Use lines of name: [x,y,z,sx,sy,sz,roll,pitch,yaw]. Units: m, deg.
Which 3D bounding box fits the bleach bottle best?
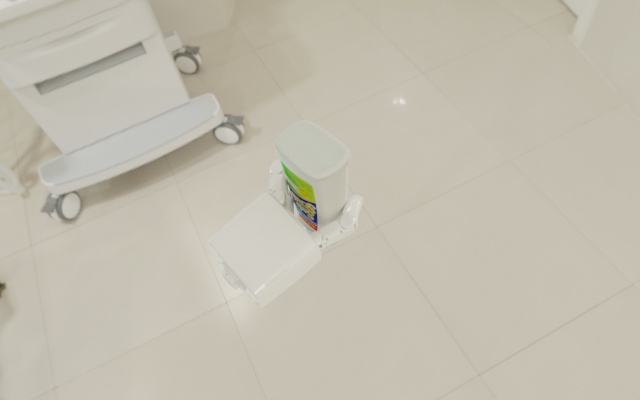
bleach bottle: [0.000,0.002,0.696,0.102,0.068,0.251,41,-21,28]
